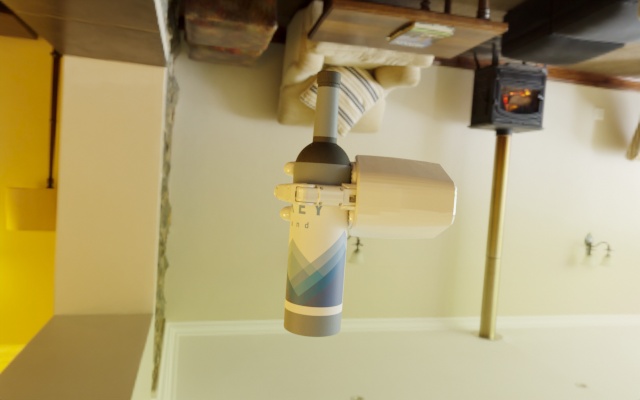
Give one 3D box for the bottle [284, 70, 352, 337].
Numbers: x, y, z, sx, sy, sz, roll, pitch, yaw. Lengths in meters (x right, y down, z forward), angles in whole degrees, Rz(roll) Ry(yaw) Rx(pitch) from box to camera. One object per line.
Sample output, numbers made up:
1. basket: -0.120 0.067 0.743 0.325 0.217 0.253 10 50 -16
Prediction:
1. bottle: 0.000 0.002 0.549 0.069 0.296 0.069 4 3 0
